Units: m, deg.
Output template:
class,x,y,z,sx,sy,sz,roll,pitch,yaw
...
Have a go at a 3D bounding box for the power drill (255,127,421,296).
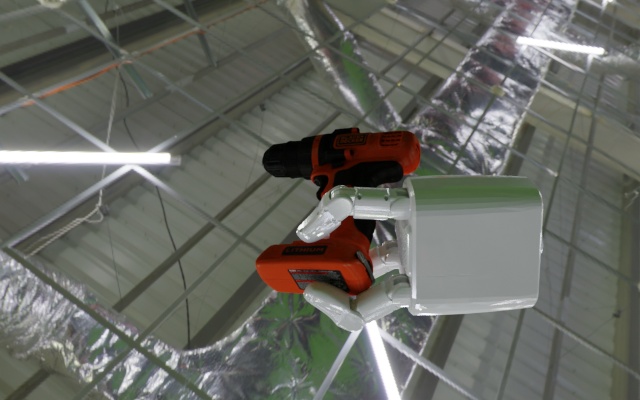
class,x,y,z,sx,sy,sz,roll,pitch,yaw
power drill,0.000,0.002,0.487,0.184,0.187,0.057,-3,-41,26
